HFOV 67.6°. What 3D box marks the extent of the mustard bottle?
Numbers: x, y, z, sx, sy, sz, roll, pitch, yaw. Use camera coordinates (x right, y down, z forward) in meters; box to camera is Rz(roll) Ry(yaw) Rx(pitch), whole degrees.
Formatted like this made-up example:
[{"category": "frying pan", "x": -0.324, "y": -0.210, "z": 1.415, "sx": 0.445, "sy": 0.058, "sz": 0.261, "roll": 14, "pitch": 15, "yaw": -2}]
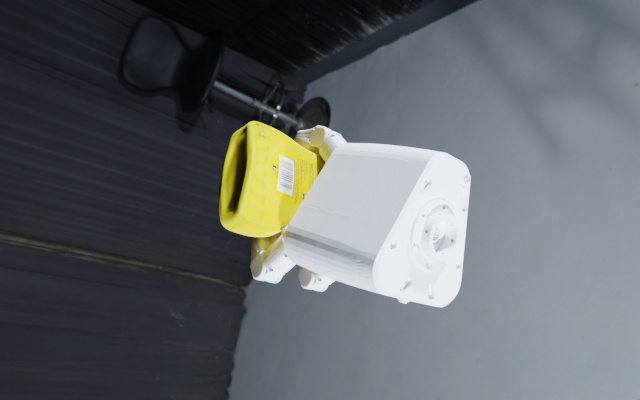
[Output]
[{"category": "mustard bottle", "x": 0.000, "y": 0.001, "z": 0.457, "sx": 0.192, "sy": 0.096, "sz": 0.058, "roll": 19, "pitch": -29, "yaw": -36}]
